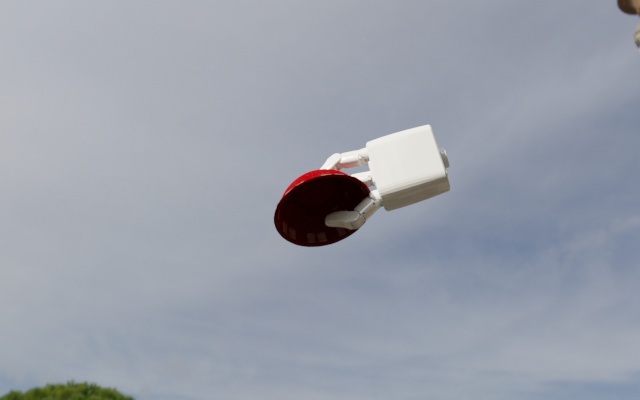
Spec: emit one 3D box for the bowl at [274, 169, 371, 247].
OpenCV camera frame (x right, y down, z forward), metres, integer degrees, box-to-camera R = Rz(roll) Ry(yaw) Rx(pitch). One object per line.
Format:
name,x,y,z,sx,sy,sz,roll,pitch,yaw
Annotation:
bowl,-0.001,0.003,0.772,0.162,0.162,0.055,0,43,-19
